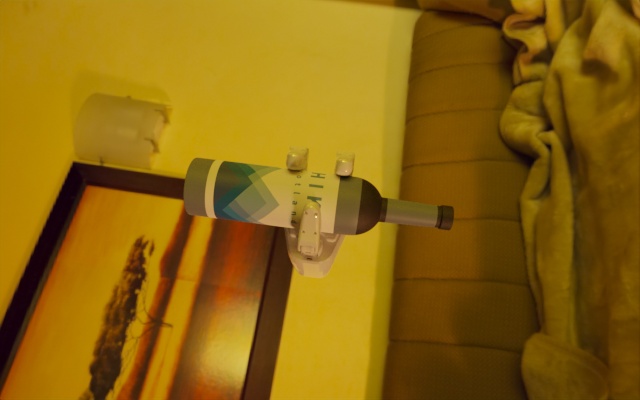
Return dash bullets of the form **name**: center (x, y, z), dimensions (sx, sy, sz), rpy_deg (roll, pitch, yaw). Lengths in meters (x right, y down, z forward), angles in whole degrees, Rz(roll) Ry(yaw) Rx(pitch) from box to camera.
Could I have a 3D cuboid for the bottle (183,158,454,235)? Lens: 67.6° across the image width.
- **bottle**: center (0.000, 0.002, 0.540), dimensions (0.296, 0.069, 0.069), rpy_deg (7, 0, 3)
